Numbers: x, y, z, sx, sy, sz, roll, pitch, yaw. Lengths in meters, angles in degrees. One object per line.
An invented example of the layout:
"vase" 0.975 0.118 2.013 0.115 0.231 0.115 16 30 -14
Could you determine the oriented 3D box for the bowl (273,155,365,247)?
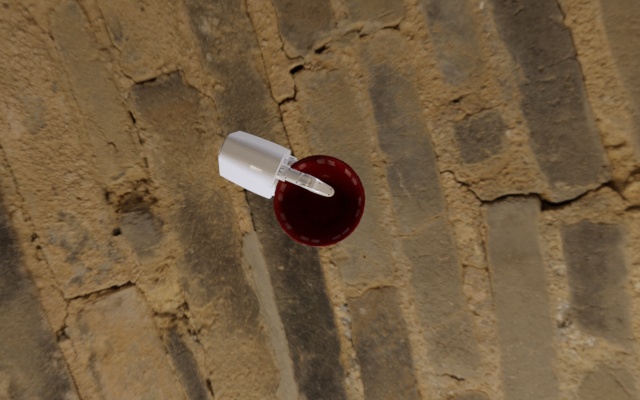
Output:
"bowl" 0.001 0.004 0.855 0.162 0.162 0.055 0 -7 7
